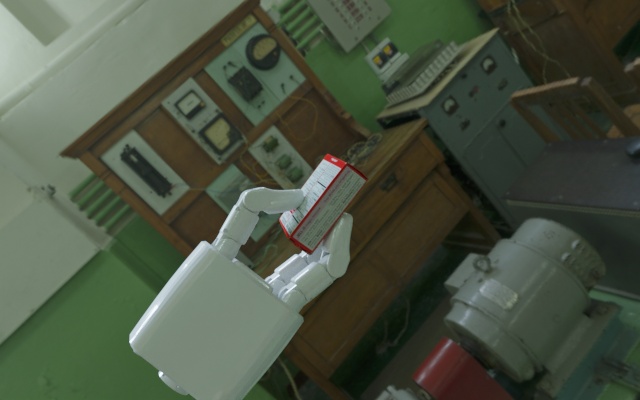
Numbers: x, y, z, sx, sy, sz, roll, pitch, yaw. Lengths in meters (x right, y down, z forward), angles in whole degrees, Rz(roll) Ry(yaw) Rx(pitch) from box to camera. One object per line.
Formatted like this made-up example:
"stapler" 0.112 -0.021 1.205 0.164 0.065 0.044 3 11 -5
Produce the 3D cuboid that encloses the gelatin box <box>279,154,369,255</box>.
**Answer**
"gelatin box" 0.000 0.001 0.459 0.030 0.089 0.073 36 2 -17
